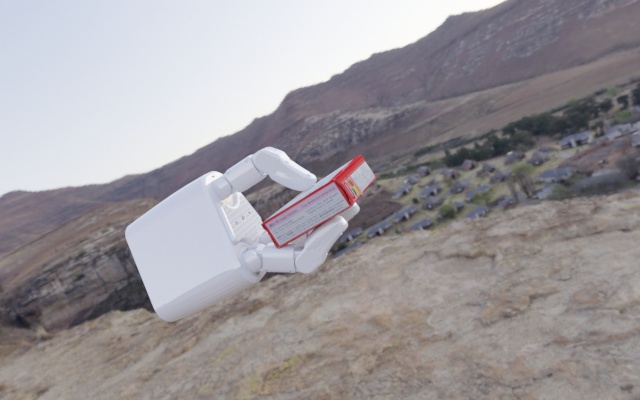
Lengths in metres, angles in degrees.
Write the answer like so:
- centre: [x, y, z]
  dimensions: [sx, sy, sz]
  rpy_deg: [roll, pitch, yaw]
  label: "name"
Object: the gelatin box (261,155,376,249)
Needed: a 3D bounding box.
- centre: [0.000, 0.001, 0.430]
  dimensions: [0.089, 0.030, 0.073]
  rpy_deg: [-32, 5, 30]
  label: "gelatin box"
